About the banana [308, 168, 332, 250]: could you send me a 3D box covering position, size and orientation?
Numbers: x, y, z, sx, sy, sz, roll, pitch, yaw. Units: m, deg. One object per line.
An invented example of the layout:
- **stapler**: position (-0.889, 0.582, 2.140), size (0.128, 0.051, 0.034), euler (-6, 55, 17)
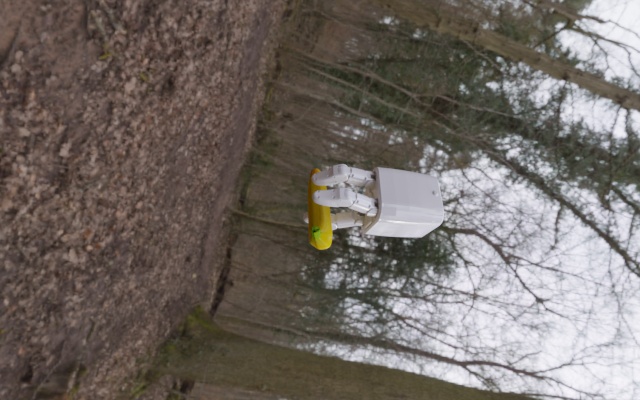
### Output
- **banana**: position (-0.001, 0.020, 0.756), size (0.037, 0.070, 0.197), euler (2, 29, -4)
